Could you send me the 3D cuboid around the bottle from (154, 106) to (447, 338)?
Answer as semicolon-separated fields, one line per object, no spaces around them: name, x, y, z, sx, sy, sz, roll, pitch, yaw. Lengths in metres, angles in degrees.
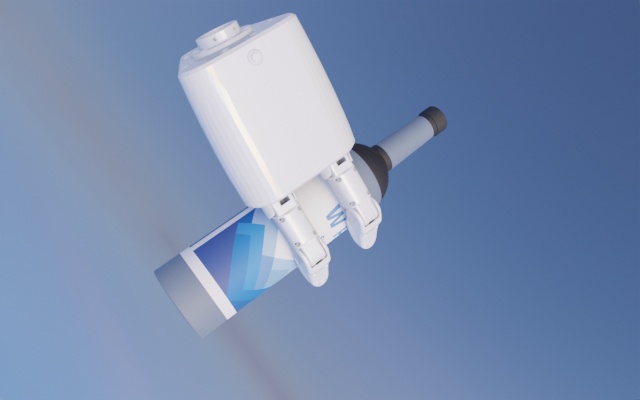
bottle;0.000;0.002;0.425;0.295;0.069;0.069;-36;12;-17
